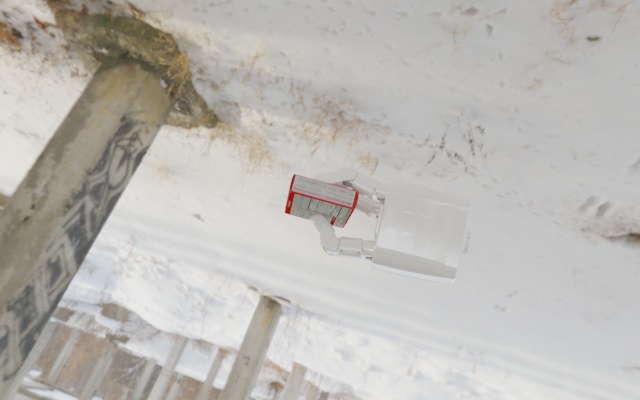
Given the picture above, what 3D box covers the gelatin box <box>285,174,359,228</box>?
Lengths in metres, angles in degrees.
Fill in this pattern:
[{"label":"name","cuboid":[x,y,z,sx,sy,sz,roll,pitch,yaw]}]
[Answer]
[{"label":"gelatin box","cuboid":[0.000,0.002,0.638,0.089,0.030,0.073,14,-25,-3]}]
